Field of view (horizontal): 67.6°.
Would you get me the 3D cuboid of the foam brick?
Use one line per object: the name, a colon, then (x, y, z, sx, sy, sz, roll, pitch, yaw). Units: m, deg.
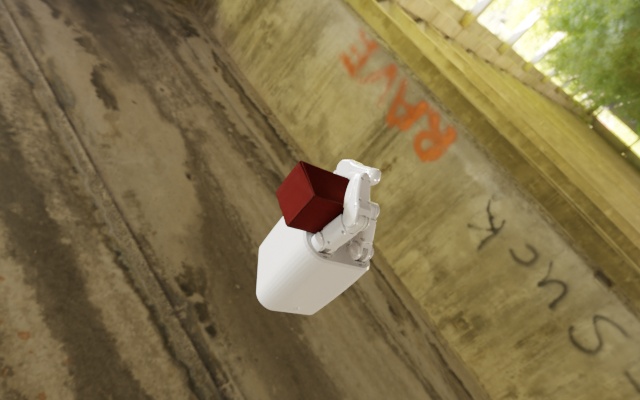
foam brick: (0.000, 0.001, 0.515, 0.078, 0.053, 0.051, 18, -52, -38)
